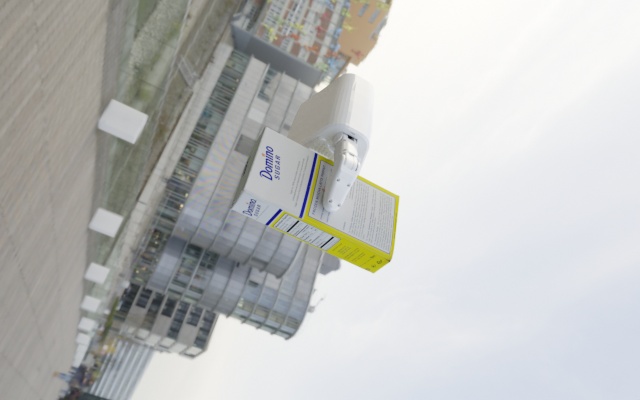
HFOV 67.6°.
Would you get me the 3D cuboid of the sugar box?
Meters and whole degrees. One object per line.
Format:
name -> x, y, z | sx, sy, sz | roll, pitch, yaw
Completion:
sugar box -> 0.000, 0.002, 0.516 | 0.176, 0.093, 0.048 | 25, -40, -15
